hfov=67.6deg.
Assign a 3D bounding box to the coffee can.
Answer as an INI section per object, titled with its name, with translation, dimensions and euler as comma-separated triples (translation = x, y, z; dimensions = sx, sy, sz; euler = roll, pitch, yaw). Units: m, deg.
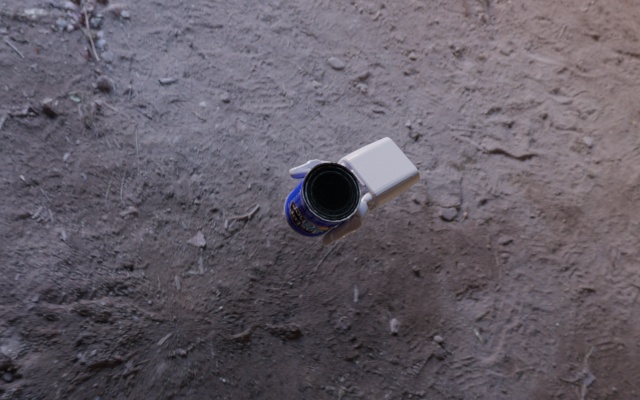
[coffee can]
translation = 0.000, 0.003, 0.841
dimensions = 0.103, 0.102, 0.140
euler = 0, -14, -17
